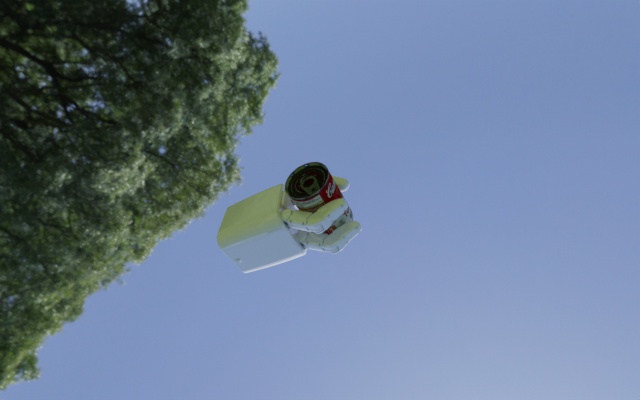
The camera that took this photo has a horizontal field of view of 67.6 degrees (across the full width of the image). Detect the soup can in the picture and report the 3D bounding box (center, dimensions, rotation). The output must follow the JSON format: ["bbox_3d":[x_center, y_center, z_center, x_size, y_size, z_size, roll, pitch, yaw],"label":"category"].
[{"bbox_3d":[0.001,0.002,0.702,0.068,0.068,0.102,0,-38,30],"label":"soup can"}]
